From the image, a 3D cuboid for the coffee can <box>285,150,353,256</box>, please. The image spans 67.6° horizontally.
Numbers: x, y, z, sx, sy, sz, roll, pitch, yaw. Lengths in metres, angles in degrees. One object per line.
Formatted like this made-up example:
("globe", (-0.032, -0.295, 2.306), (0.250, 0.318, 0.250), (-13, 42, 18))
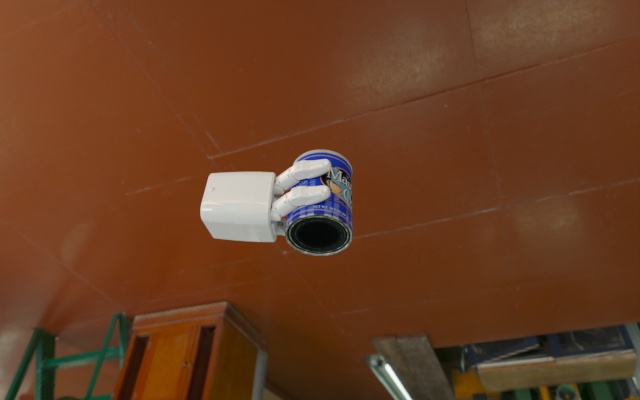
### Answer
("coffee can", (0.000, 0.002, 0.768), (0.103, 0.140, 0.103), (2, -41, 1))
